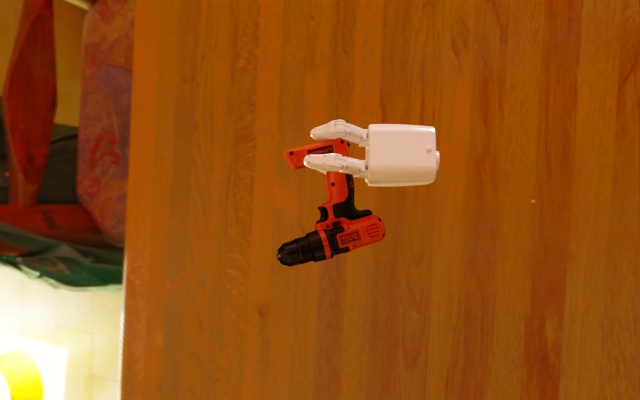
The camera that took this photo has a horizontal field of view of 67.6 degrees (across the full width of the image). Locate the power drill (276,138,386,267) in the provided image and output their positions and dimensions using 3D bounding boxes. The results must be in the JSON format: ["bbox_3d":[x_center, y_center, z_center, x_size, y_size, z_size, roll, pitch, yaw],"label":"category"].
[{"bbox_3d":[0.000,0.002,0.779,0.184,0.187,0.057,-15,4,-12],"label":"power drill"}]
